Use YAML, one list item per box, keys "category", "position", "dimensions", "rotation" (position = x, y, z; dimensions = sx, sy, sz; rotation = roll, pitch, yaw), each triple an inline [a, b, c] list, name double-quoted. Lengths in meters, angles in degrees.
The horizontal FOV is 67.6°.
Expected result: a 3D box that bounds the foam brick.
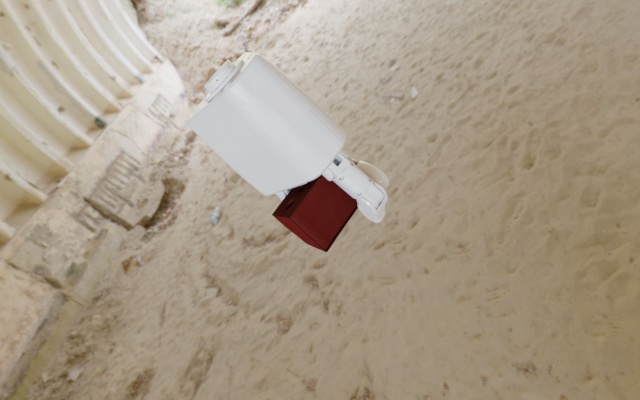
- category: "foam brick"
  position: [0.000, 0.002, 0.467]
  dimensions: [0.051, 0.078, 0.053]
  rotation: [41, -14, -21]
